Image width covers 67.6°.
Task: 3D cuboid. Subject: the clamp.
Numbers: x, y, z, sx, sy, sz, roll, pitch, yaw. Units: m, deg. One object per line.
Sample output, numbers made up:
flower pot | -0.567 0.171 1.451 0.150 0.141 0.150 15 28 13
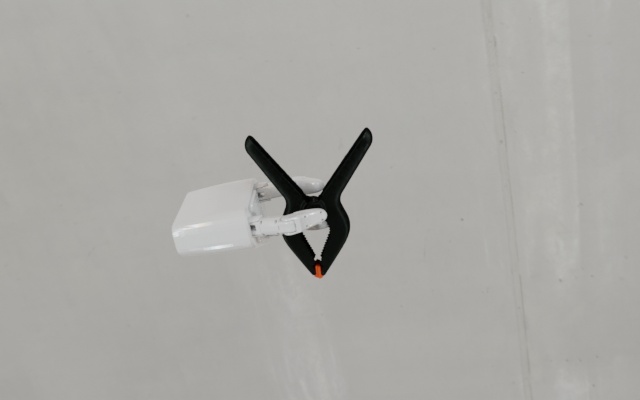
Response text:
clamp | 0.000 0.003 0.638 0.164 0.210 0.036 -10 17 6
